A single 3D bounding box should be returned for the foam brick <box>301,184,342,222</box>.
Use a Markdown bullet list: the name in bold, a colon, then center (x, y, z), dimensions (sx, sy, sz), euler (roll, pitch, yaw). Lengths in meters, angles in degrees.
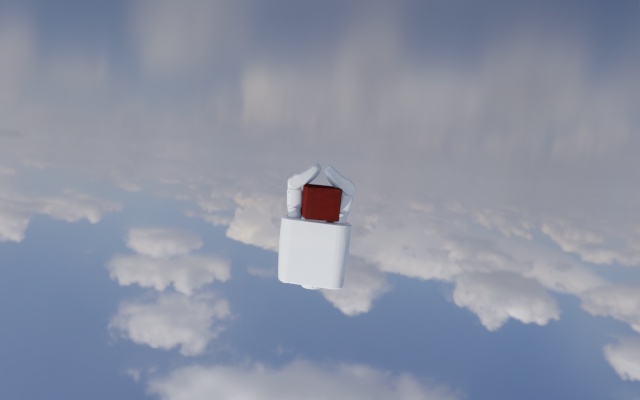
- **foam brick**: center (0.000, 0.002, 0.744), dimensions (0.053, 0.051, 0.078), euler (6, 4, -8)
